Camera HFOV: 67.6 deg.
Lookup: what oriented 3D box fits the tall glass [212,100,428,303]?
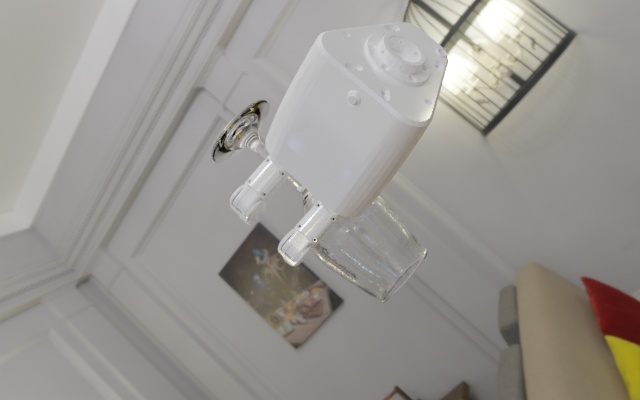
[{"bbox_3d":[0.000,0.001,0.431,0.201,0.079,0.079,42,6,6],"label":"tall glass"}]
